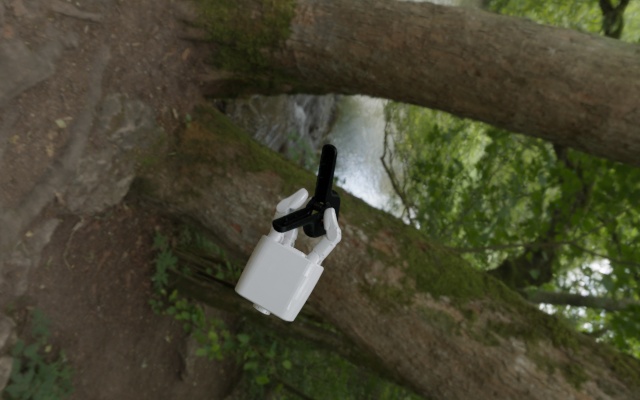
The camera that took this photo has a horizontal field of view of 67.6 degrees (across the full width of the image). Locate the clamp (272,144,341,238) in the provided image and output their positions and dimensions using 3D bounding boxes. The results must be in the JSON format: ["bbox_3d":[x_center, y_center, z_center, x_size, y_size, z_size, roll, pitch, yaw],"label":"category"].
[{"bbox_3d":[0.001,0.003,0.829,0.036,0.164,0.210,30,-6,23],"label":"clamp"}]
